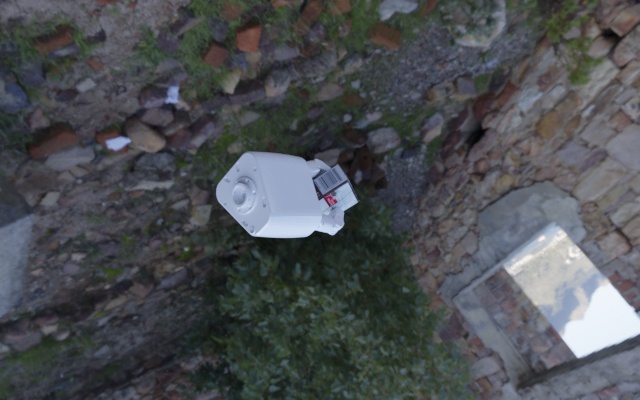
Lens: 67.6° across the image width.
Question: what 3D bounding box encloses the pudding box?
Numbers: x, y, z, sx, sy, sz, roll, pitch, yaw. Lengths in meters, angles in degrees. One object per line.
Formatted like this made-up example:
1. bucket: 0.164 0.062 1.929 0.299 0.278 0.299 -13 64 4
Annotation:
1. pudding box: 0.000 0.003 0.763 0.113 0.039 0.090 -32 -26 1
